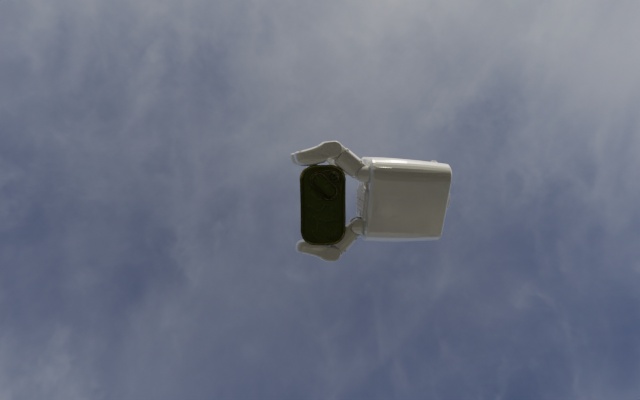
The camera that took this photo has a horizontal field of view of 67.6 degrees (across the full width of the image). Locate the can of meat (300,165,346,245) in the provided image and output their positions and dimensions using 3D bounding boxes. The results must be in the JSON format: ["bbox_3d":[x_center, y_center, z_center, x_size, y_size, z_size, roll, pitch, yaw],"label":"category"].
[{"bbox_3d":[0.000,0.002,0.640,0.057,0.102,0.084,-1,6,-4],"label":"can of meat"}]
